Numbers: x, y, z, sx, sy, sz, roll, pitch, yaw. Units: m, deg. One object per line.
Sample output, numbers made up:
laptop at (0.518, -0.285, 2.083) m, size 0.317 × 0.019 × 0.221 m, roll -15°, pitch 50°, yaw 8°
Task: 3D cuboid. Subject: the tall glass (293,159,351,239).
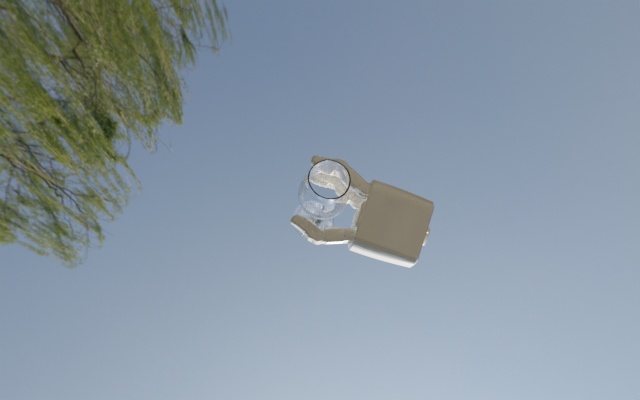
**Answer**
tall glass at (0.000, 0.003, 0.769) m, size 0.079 × 0.079 × 0.201 m, roll 0°, pitch -19°, yaw -8°
